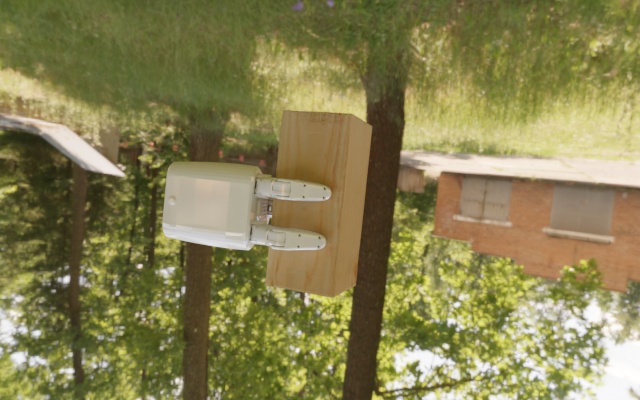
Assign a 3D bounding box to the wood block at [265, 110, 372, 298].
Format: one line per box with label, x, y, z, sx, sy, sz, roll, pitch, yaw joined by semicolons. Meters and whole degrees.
wood block;0.000;0.002;0.585;0.090;0.206;0.091;7;2;20
